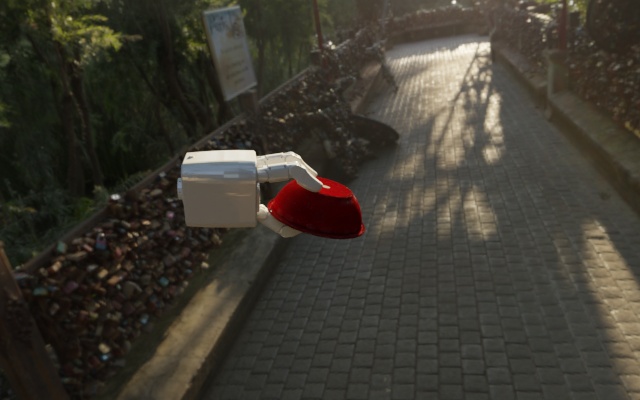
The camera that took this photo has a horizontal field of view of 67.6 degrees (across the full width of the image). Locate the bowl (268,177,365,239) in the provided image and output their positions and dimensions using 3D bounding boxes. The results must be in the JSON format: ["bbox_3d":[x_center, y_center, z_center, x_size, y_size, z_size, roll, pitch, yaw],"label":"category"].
[{"bbox_3d":[0.001,0.002,0.760,0.162,0.055,0.162,14,18,-4],"label":"bowl"}]
